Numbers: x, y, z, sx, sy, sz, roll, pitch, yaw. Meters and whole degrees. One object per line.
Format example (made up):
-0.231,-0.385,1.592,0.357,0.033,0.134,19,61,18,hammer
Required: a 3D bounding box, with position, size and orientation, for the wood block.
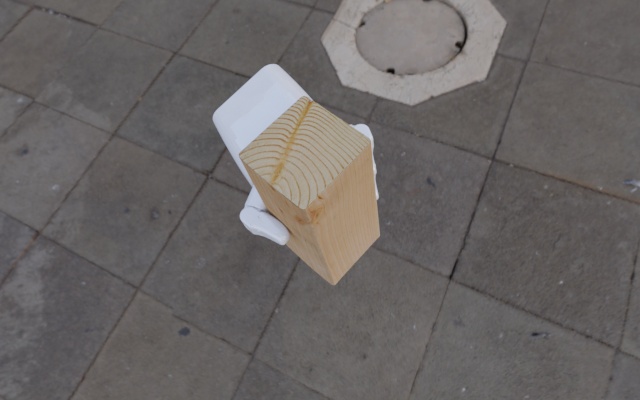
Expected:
0.000,0.002,0.514,0.090,0.091,0.206,39,-15,25,wood block
